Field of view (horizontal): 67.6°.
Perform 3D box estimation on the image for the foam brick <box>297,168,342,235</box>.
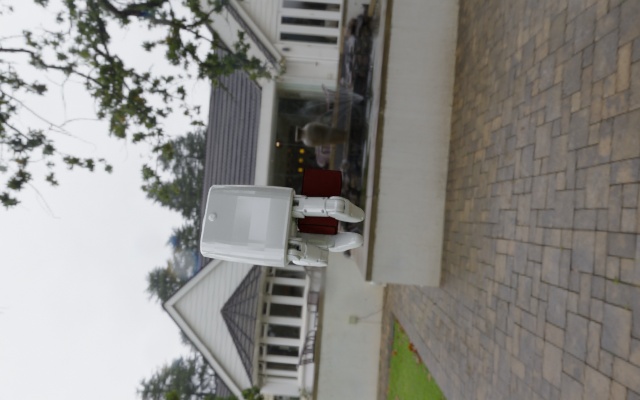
[{"bbox_3d":[0.000,0.002,0.633,0.051,0.078,0.053,5,-16,4],"label":"foam brick"}]
